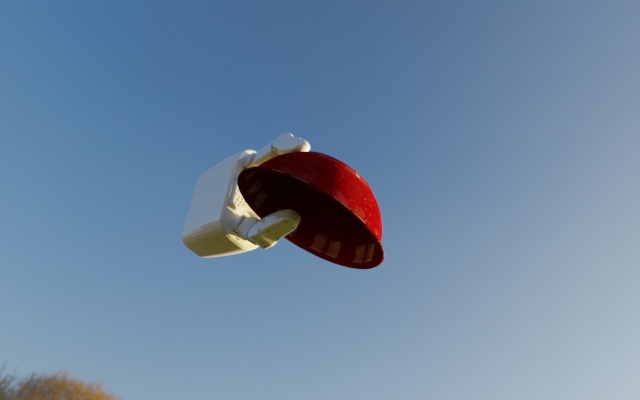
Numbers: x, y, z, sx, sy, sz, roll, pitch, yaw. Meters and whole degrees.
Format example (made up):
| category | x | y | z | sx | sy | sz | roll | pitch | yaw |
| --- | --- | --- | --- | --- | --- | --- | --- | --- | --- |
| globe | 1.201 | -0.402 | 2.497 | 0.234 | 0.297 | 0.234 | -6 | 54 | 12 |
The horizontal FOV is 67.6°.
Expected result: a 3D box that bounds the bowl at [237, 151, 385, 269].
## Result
| category | x | y | z | sx | sy | sz | roll | pitch | yaw |
| --- | --- | --- | --- | --- | --- | --- | --- | --- | --- |
| bowl | 0.001 | 0.001 | 0.473 | 0.162 | 0.055 | 0.162 | 26 | -24 | 13 |
